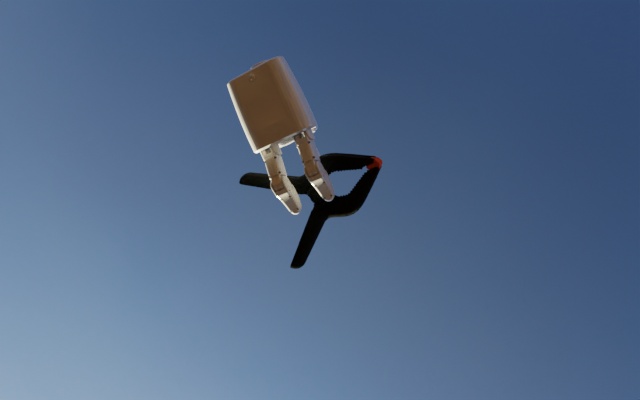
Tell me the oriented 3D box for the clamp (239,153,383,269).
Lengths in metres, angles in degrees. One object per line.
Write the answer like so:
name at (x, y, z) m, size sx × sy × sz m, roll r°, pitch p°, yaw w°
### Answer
clamp at (0.001, 0.002, 0.697) m, size 0.210 × 0.164 × 0.036 m, roll -22°, pitch 8°, yaw 20°
